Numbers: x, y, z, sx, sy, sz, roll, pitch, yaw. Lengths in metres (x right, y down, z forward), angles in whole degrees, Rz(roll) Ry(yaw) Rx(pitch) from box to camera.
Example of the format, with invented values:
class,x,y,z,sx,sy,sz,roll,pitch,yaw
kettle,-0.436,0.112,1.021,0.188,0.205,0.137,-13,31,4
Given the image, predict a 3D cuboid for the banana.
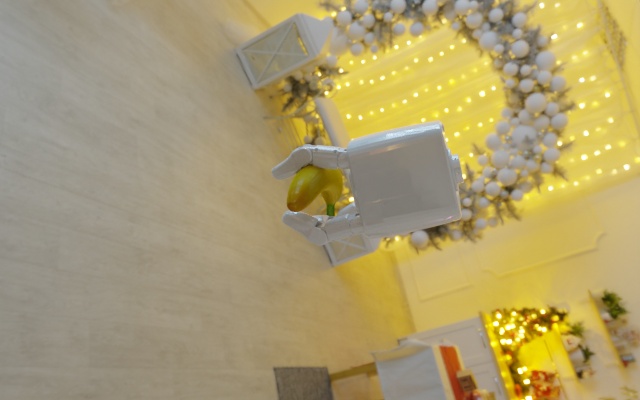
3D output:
class,x,y,z,sx,sy,sz,roll,pitch,yaw
banana,0.000,-0.016,0.598,0.037,0.069,0.198,-3,-5,15
